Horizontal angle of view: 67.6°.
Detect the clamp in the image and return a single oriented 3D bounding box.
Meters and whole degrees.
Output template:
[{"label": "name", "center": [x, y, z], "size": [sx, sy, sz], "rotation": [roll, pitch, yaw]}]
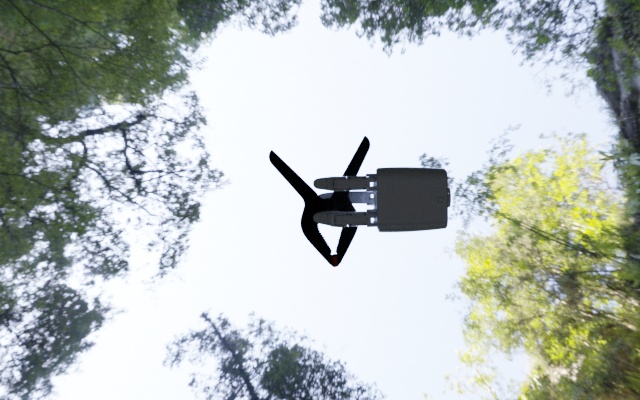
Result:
[{"label": "clamp", "center": [0.000, 0.003, 0.775], "size": [0.164, 0.210, 0.036], "rotation": [-1, 3, 5]}]
